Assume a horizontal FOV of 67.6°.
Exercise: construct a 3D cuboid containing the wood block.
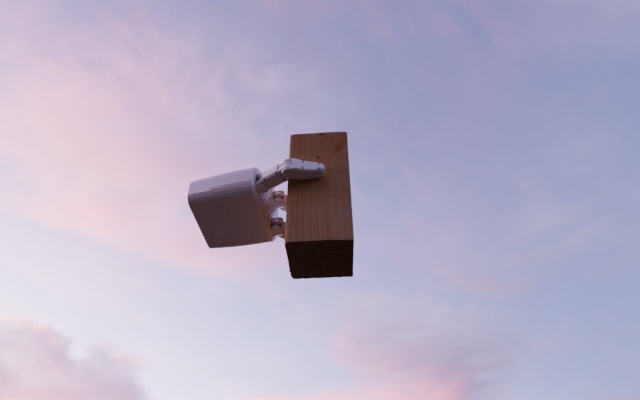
[{"bbox_3d":[0.000,0.002,0.701,0.090,0.206,0.091,-2,-40,2],"label":"wood block"}]
